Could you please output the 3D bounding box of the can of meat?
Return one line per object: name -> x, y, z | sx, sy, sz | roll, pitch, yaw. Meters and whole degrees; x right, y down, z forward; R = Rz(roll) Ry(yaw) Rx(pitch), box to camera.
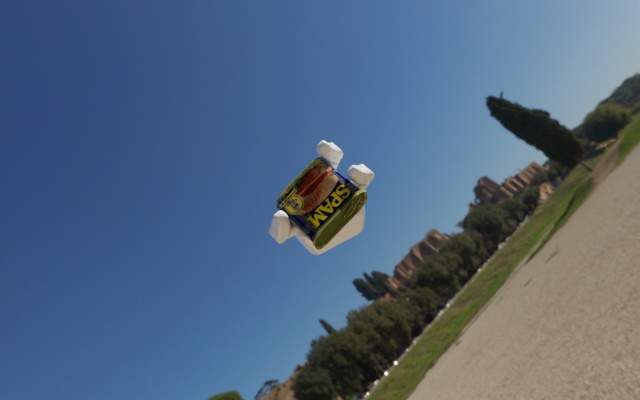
can of meat -> 0.000, 0.002, 0.665 | 0.084, 0.102, 0.057 | 42, -8, 21
